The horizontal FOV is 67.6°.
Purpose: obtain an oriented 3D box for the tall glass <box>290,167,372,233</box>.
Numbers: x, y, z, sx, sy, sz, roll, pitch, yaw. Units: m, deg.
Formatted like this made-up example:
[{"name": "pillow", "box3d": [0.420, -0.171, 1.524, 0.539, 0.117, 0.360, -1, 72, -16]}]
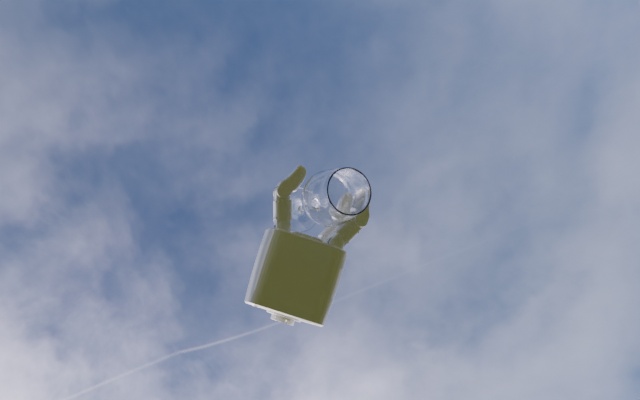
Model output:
[{"name": "tall glass", "box3d": [0.000, 0.002, 0.685, 0.079, 0.079, 0.201, 0, -8, -22]}]
